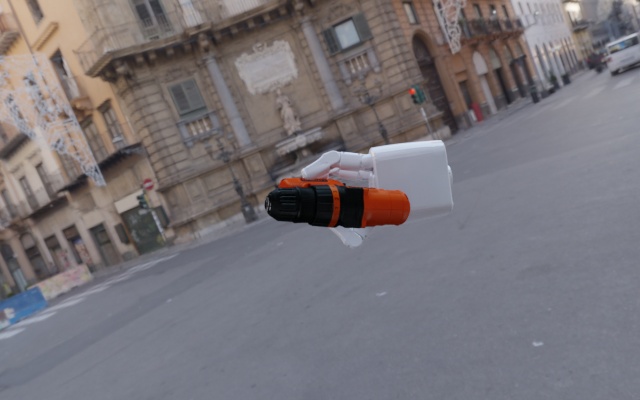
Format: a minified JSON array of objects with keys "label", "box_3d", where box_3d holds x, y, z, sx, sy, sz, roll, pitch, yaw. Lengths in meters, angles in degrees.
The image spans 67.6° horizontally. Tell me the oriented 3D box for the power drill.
[{"label":"power drill","box_3d":[0.000,0.002,0.642,0.184,0.057,0.187,4,5,-20]}]
